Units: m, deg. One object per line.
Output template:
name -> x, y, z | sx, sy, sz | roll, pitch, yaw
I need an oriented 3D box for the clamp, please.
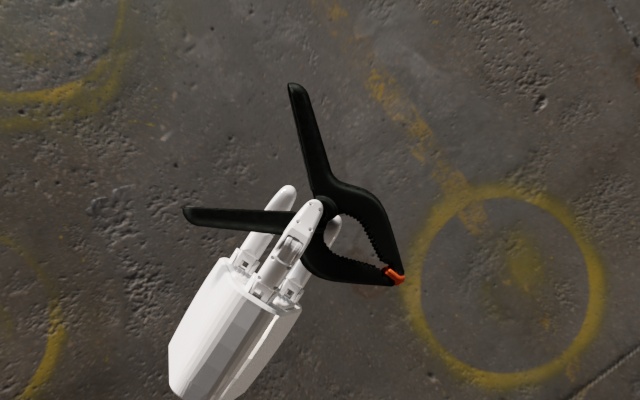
clamp -> 0.000, 0.002, 0.451 | 0.210, 0.164, 0.036 | 33, -1, -3
